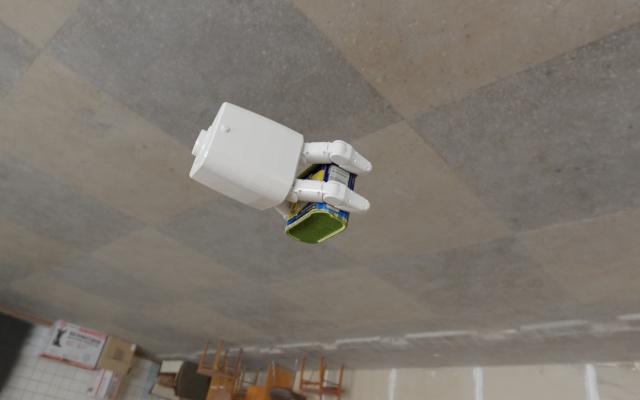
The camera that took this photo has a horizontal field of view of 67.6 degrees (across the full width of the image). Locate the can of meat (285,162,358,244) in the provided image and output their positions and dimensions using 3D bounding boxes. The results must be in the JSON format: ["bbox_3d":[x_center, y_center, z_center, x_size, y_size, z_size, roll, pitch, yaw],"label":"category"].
[{"bbox_3d":[0.000,0.002,0.625,0.057,0.084,0.102,26,-33,-22],"label":"can of meat"}]
